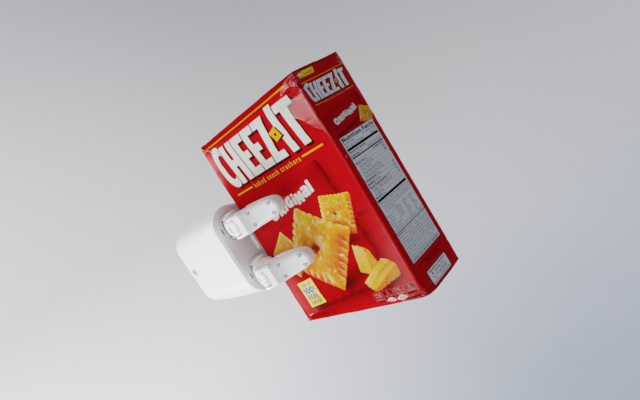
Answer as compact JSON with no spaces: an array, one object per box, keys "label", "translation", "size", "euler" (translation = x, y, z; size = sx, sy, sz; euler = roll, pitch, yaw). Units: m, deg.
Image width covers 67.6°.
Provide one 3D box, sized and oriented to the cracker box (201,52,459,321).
[{"label":"cracker box","translation":[0.000,0.002,0.449],"size":[0.164,0.214,0.072],"euler":[-25,10,47]}]
